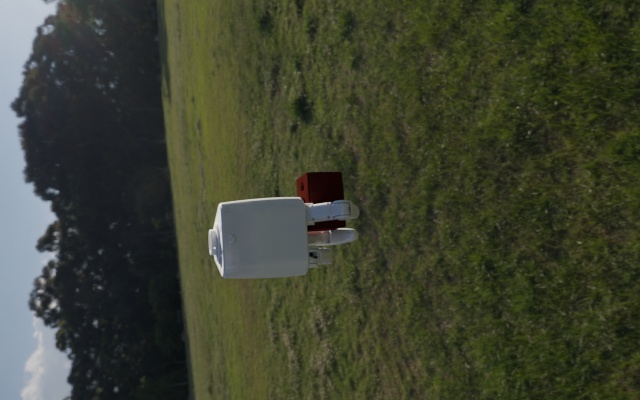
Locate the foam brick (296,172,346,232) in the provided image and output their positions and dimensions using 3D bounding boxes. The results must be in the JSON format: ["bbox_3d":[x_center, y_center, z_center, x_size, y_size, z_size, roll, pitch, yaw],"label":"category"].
[{"bbox_3d":[0.000,0.002,0.655,0.051,0.078,0.053,-2,-8,-18],"label":"foam brick"}]
